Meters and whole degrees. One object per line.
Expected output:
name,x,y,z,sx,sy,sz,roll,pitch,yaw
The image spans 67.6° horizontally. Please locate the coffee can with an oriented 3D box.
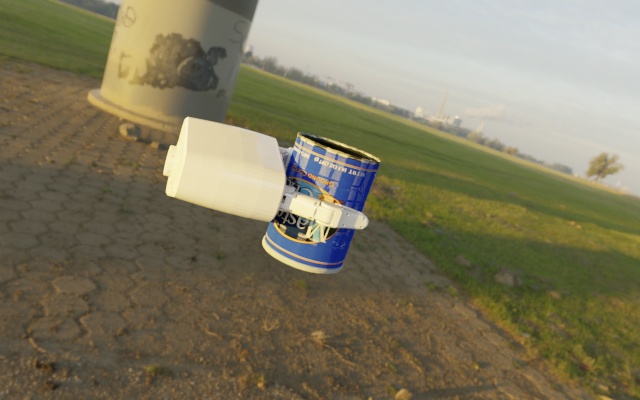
coffee can,0.000,0.002,0.569,0.103,0.140,0.102,18,13,-4
